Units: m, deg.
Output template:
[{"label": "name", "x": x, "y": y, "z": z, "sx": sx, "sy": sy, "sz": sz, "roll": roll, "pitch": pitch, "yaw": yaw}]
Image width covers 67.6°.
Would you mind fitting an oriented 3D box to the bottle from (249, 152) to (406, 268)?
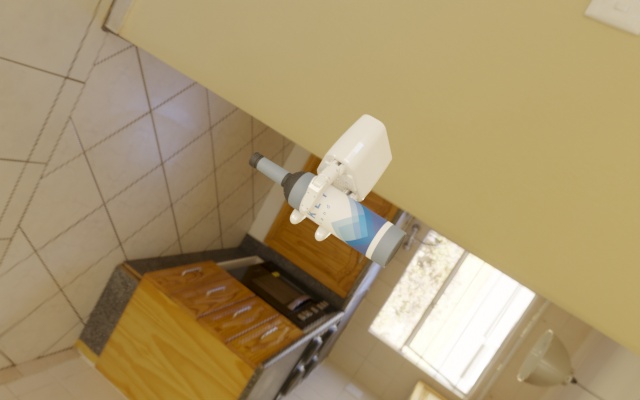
[{"label": "bottle", "x": 0.000, "y": 0.003, "z": 0.797, "sx": 0.295, "sy": 0.069, "sz": 0.069, "roll": 33, "pitch": 11, "yaw": 17}]
